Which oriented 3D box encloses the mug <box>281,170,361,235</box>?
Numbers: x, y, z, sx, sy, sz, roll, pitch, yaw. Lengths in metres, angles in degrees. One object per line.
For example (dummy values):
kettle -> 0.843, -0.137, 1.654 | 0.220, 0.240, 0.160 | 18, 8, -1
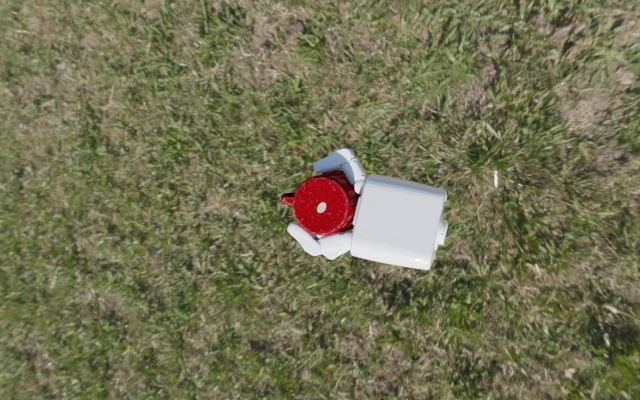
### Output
mug -> -0.001, 0.002, 0.674 | 0.117, 0.093, 0.081 | 10, 7, 17
